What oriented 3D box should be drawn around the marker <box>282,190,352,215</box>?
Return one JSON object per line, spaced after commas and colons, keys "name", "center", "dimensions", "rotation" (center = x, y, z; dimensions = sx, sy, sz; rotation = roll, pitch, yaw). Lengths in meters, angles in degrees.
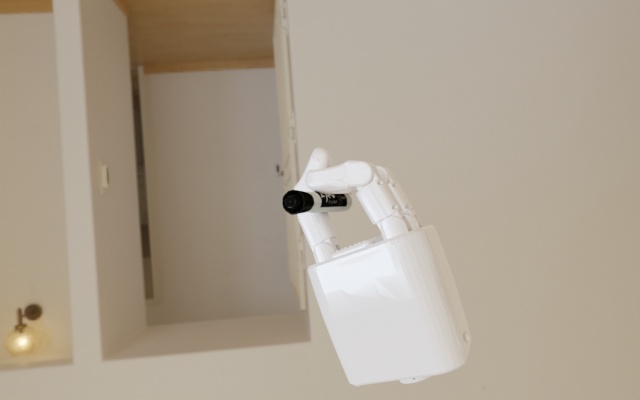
{"name": "marker", "center": [0.000, 0.001, 0.406], "dimensions": [0.020, 0.020, 0.121], "rotation": [0, 0, 21]}
